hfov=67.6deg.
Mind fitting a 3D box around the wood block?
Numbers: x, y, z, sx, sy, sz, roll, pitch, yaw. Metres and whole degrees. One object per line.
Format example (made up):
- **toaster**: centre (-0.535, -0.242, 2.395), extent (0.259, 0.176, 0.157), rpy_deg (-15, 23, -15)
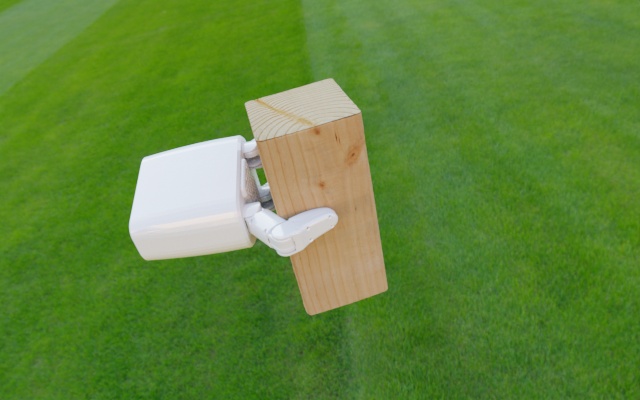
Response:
- **wood block**: centre (0.000, 0.002, 0.472), extent (0.090, 0.206, 0.090), rpy_deg (-17, 35, -5)
